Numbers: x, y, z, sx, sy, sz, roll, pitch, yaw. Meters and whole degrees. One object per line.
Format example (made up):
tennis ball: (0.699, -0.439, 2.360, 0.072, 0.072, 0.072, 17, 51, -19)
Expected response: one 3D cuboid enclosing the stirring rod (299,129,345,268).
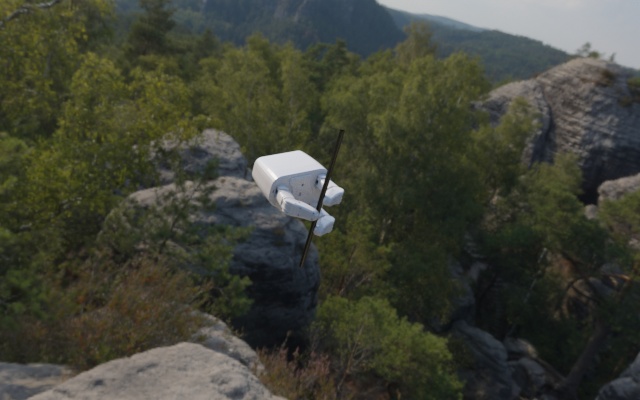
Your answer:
stirring rod: (0.000, 0.003, 0.759, 0.011, 0.240, 0.011, 15, 21, -6)
